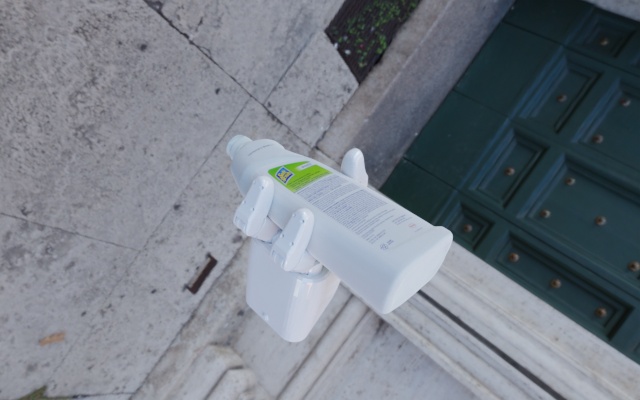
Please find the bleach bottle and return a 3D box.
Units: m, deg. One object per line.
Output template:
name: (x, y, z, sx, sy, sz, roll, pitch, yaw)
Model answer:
bleach bottle: (0.000, 0.002, 0.485, 0.250, 0.068, 0.102, 37, 41, 28)
